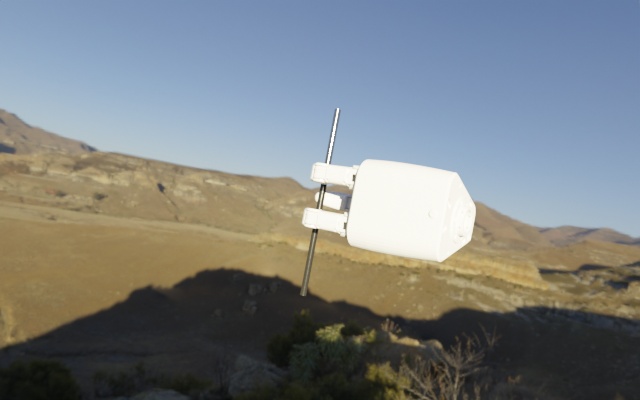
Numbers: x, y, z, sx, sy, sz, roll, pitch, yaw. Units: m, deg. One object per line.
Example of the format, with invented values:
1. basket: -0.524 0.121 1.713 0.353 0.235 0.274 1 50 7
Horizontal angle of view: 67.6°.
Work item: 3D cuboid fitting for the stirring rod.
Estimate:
1. stirring rod: 0.000 0.002 0.608 0.011 0.239 0.011 11 -1 0
